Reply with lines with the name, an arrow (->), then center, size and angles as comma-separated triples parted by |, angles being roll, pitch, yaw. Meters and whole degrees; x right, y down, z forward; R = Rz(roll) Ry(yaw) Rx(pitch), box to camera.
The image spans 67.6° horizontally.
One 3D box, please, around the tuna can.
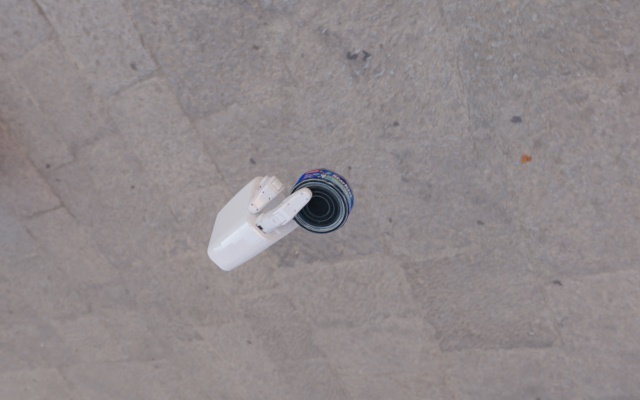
tuna can -> 0.000, 0.002, 0.643 | 0.086, 0.086, 0.033 | 0, 26, 17
